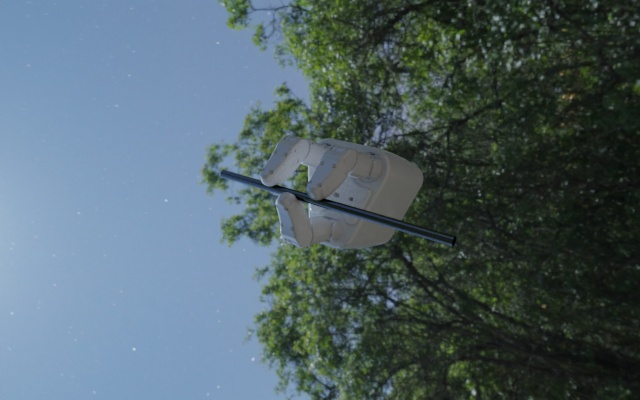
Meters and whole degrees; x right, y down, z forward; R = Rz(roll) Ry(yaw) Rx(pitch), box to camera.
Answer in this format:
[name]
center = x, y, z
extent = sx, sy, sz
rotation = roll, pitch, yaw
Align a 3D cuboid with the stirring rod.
[stirring rod]
center = 0.000, 0.001, 0.412
extent = 0.239, 0.011, 0.011
rotation = 16, 9, 33
